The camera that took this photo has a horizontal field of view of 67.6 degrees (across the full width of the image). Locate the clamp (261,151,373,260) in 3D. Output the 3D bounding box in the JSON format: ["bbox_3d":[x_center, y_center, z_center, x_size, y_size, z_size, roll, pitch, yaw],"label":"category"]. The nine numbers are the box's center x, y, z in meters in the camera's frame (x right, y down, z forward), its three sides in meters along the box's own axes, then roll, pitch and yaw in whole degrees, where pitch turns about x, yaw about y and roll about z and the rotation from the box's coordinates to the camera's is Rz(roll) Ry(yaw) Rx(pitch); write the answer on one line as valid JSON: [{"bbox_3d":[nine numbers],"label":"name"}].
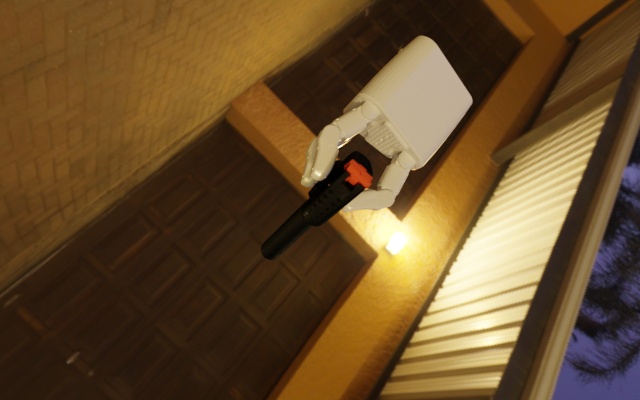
[{"bbox_3d":[0.001,0.002,0.533,0.036,0.164,0.210,41,-13,-6],"label":"clamp"}]
